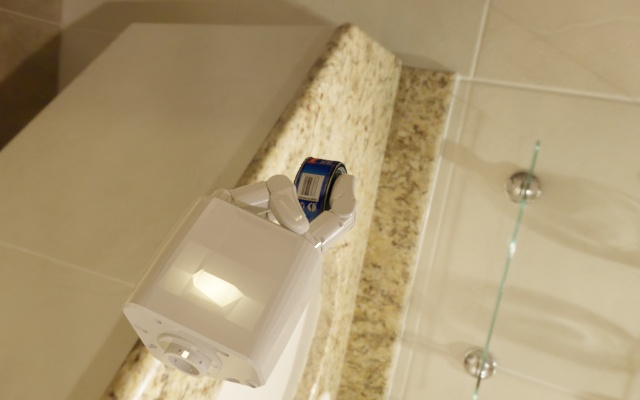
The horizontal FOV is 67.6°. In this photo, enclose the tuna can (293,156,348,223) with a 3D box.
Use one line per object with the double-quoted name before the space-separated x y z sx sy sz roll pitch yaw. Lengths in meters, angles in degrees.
"tuna can" 0.001 0.002 0.466 0.034 0.086 0.086 9 3 17
